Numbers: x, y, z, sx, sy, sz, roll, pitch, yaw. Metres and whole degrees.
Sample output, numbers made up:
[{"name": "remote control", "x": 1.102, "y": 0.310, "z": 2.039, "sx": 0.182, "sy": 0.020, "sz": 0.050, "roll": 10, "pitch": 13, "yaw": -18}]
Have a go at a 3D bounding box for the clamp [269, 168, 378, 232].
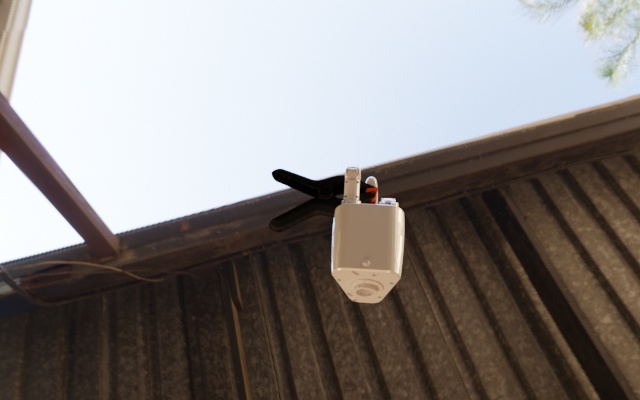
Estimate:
[{"name": "clamp", "x": 0.000, "y": 0.003, "z": 0.730, "sx": 0.171, "sy": 0.120, "sz": 0.039, "roll": 3, "pitch": -35, "yaw": 7}]
